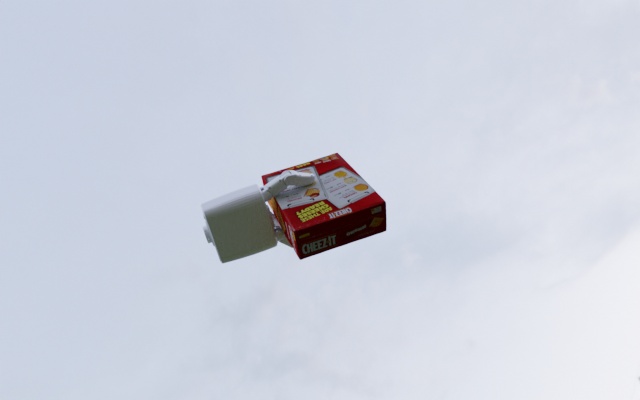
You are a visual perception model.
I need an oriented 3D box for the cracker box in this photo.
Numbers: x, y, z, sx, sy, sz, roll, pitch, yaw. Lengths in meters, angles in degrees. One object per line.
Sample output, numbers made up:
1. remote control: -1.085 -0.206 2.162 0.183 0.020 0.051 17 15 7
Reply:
1. cracker box: 0.000 0.003 0.868 0.164 0.072 0.213 -18 34 -13
